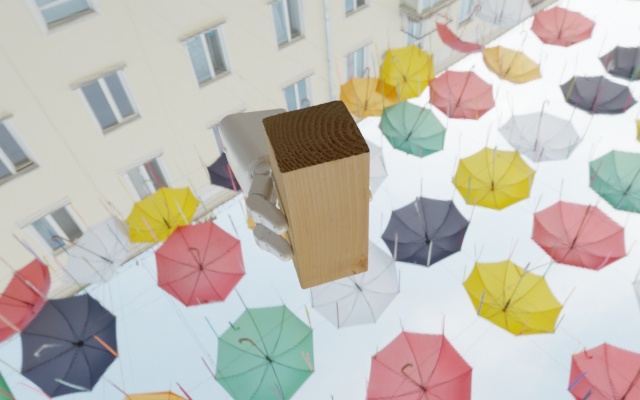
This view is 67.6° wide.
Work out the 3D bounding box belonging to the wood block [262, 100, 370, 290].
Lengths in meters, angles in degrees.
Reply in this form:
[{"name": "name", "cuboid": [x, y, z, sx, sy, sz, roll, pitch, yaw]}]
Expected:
[{"name": "wood block", "cuboid": [0.000, 0.002, 0.549, 0.091, 0.090, 0.206, -15, -41, -8]}]
